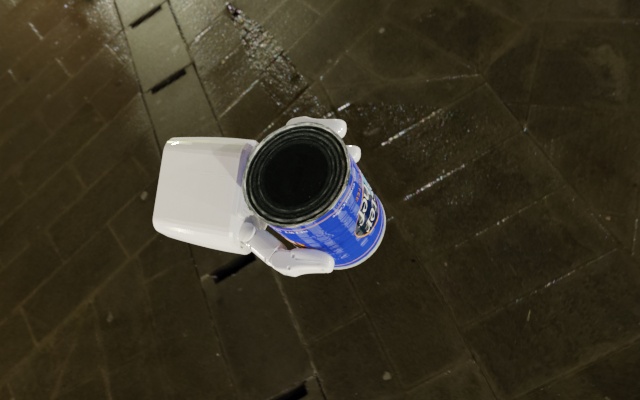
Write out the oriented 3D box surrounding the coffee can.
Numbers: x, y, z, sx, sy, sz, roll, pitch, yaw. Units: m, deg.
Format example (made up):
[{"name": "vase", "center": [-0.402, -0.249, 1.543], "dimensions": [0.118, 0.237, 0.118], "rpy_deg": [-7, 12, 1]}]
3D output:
[{"name": "coffee can", "center": [0.000, 0.002, 0.477], "dimensions": [0.103, 0.102, 0.140], "rpy_deg": [0, -22, 21]}]
